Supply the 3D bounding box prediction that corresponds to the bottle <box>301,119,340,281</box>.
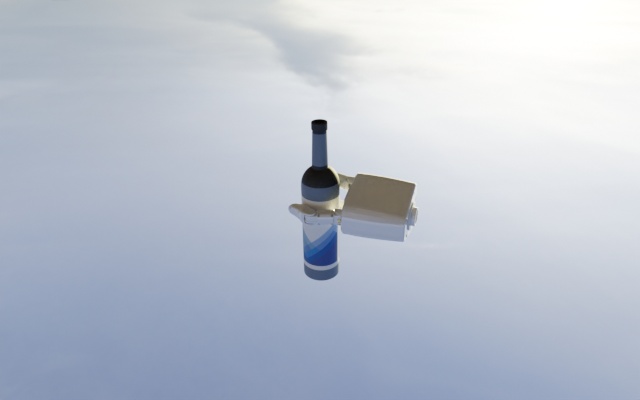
[{"bbox_3d":[0.000,0.003,0.835,0.069,0.296,0.069,-1,29,0],"label":"bottle"}]
